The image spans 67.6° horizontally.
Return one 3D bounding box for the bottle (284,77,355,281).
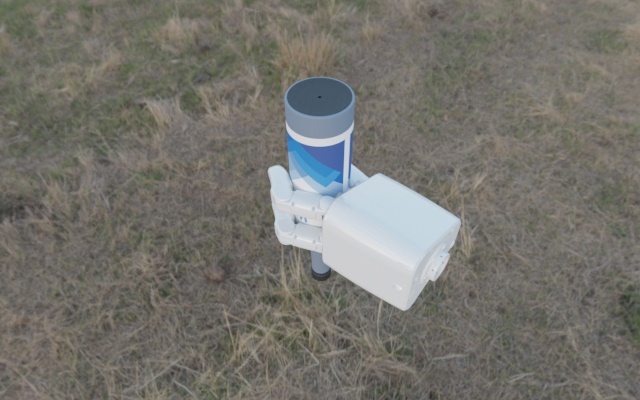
[{"bbox_3d":[0.000,0.002,0.556,0.069,0.069,0.296,0,-43,0],"label":"bottle"}]
